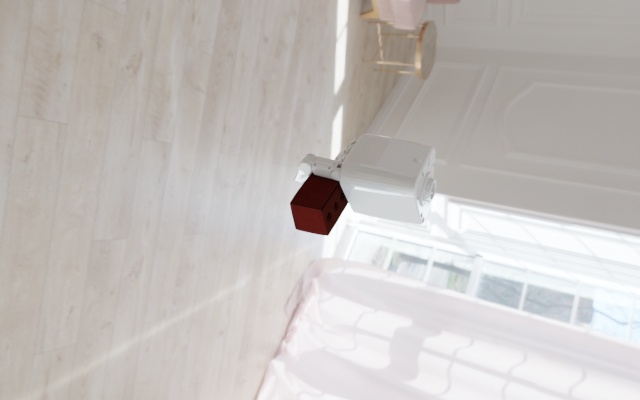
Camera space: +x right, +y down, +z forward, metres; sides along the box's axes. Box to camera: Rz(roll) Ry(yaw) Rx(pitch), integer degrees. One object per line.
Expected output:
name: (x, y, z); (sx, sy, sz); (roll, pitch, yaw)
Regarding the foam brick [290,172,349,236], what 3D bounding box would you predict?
foam brick: (0.000, 0.002, 0.669); (0.051, 0.053, 0.078); (13, 48, 24)
